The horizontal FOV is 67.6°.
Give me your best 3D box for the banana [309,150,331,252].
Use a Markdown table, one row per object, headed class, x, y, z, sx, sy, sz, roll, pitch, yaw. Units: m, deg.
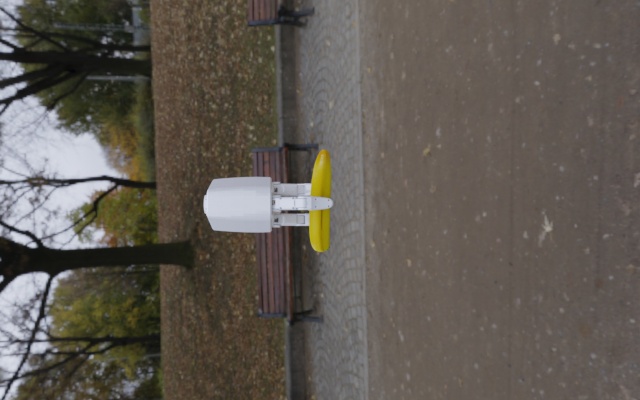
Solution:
| class | x | y | z | sx | sy | sz | roll | pitch | yaw |
| --- | --- | --- | --- | --- | --- | --- | --- | --- | --- |
| banana | 0.000 | 0.013 | 0.835 | 0.037 | 0.198 | 0.069 | 2 | 23 | 1 |
